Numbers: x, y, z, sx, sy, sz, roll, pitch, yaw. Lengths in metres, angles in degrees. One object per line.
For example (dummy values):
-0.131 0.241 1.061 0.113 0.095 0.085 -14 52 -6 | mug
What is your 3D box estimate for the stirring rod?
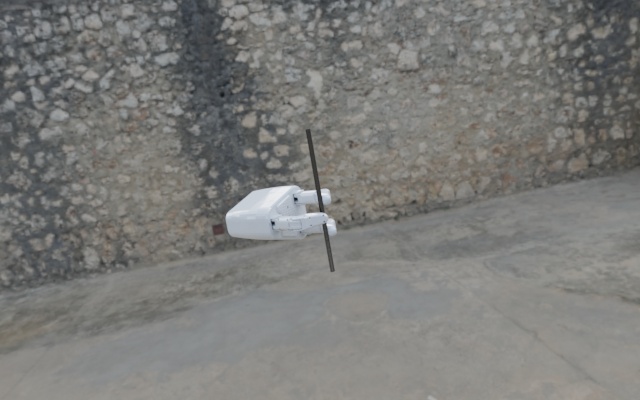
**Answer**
0.000 0.003 0.785 0.011 0.239 0.011 -10 10 2 | stirring rod
